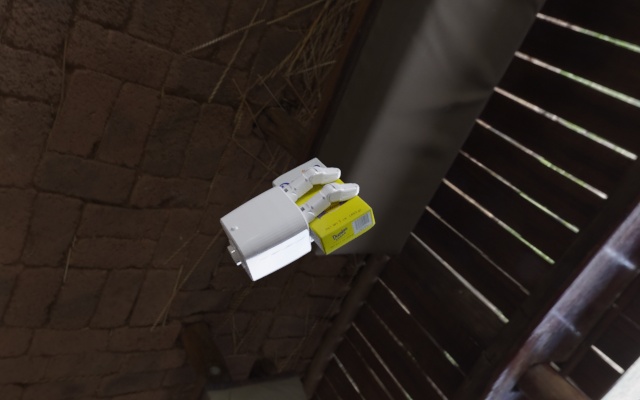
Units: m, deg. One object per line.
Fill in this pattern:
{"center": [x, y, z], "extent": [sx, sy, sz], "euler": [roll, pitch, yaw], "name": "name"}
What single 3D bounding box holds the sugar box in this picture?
{"center": [0.000, 0.002, 0.771], "extent": [0.093, 0.048, 0.176], "euler": [-29, 45, -15], "name": "sugar box"}
